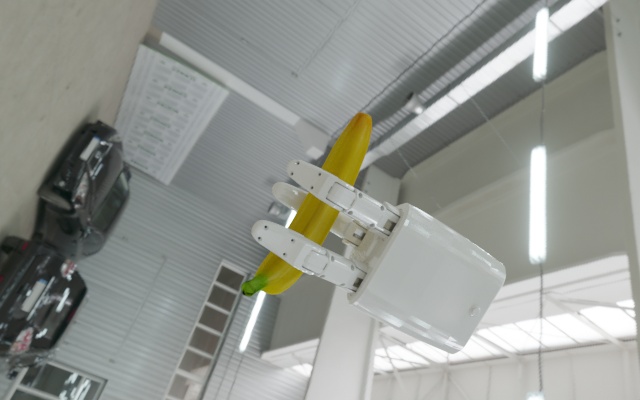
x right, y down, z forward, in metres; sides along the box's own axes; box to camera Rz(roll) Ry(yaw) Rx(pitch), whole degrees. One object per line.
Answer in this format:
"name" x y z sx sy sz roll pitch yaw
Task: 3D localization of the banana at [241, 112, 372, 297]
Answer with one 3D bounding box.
"banana" -0.003 0.010 0.435 0.037 0.197 0.070 29 -19 5
